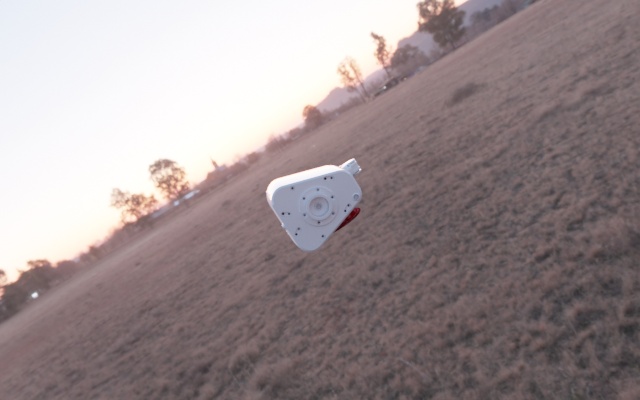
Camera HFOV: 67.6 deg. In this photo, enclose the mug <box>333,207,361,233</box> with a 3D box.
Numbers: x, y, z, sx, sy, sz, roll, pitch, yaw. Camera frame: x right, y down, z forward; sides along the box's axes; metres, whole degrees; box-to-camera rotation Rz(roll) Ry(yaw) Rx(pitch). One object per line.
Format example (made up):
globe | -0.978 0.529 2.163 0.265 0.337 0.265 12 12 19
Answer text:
mug | 0.000 0.002 0.750 0.093 0.081 0.117 -32 9 -5
